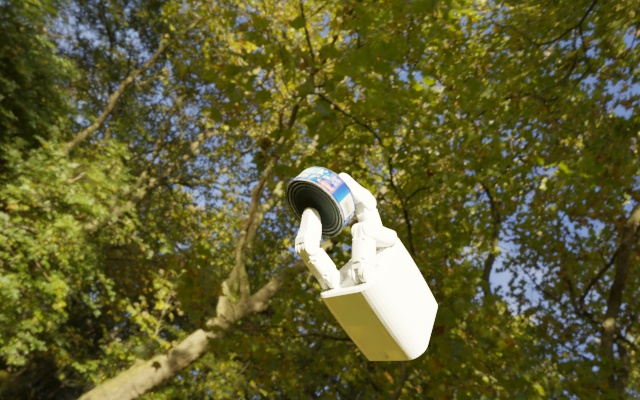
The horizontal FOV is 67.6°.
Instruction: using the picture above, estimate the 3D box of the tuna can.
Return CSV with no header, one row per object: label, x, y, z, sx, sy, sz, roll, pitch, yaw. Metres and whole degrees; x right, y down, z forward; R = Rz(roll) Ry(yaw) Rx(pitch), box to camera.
tuna can,0.000,0.002,0.585,0.086,0.086,0.033,0,34,43
